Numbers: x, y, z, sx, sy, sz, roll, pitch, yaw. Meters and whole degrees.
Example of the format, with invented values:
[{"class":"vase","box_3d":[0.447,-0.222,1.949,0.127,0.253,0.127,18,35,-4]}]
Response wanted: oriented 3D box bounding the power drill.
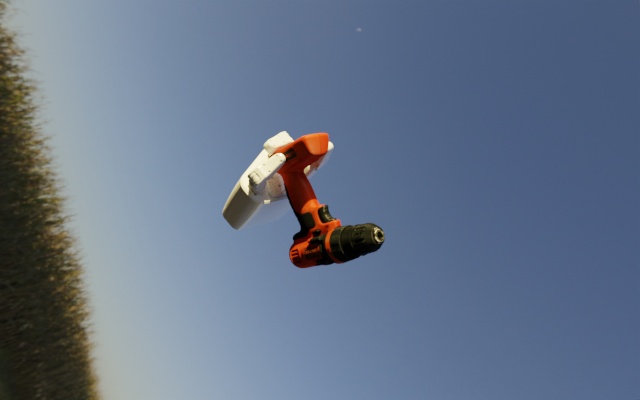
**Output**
[{"class":"power drill","box_3d":[0.000,0.002,0.694,0.057,0.187,0.184,-12,-5,-43]}]
